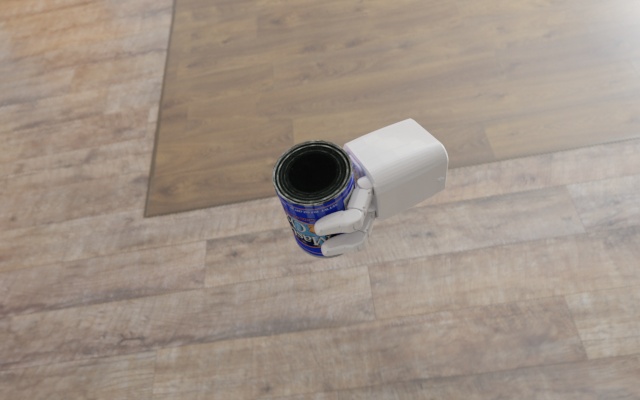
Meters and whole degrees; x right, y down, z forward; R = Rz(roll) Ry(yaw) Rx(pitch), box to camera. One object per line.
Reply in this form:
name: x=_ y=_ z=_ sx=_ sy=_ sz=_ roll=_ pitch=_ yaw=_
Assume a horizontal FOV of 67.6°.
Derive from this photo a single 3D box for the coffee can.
coffee can: x=0.000 y=0.002 z=0.651 sx=0.103 sy=0.102 sz=0.140 roll=0 pitch=-34 yaw=11
